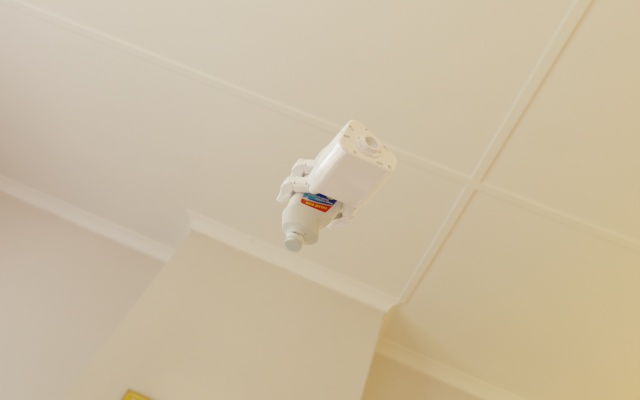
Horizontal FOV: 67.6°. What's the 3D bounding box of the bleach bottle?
[{"bbox_3d":[0.000,0.003,0.876,0.102,0.250,0.068,34,-47,-6],"label":"bleach bottle"}]
